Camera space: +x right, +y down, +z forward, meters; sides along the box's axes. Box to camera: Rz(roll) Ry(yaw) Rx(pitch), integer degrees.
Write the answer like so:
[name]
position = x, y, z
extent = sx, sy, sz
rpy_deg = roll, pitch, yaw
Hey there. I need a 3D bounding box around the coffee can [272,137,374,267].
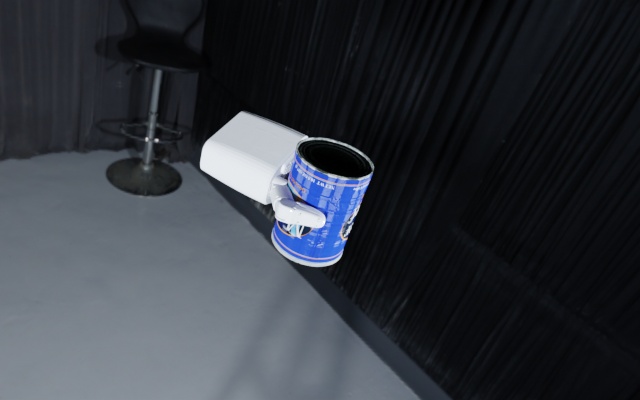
[coffee can]
position = 0.000, 0.002, 0.635
extent = 0.103, 0.140, 0.102
rpy_deg = 13, 31, -8
